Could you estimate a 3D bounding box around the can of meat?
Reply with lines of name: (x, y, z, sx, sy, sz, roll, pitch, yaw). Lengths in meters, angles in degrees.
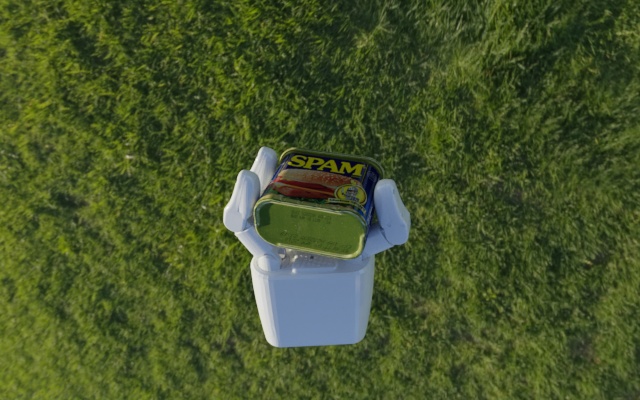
can of meat: (0.000, 0.002, 0.426, 0.102, 0.057, 0.084, 9, 37, 11)
